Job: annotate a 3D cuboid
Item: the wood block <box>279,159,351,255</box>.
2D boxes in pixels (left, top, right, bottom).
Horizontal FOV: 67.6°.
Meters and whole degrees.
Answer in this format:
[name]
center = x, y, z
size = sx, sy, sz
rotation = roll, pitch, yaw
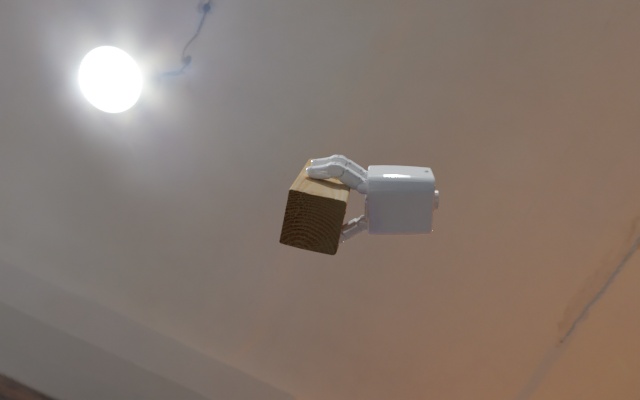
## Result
[wood block]
center = 0.000, 0.003, 0.802
size = 0.090, 0.091, 0.206
rotation = 12, 18, 3
